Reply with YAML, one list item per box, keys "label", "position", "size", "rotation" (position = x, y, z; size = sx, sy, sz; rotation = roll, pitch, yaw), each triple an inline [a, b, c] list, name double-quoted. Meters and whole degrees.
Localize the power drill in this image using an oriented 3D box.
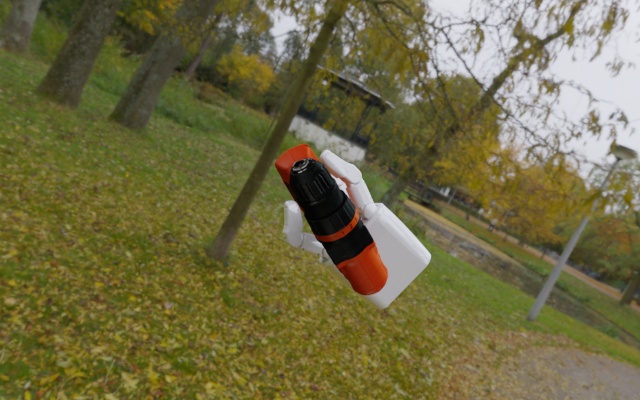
- label: "power drill"
  position: [0.000, 0.002, 0.559]
  size: [0.057, 0.184, 0.187]
  rotation: [-30, 32, -1]
